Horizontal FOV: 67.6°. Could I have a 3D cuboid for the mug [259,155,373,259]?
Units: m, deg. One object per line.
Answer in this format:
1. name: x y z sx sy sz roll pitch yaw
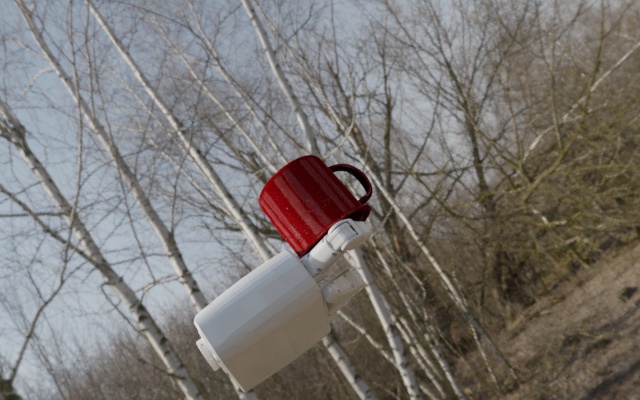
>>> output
1. mug: 0.001 0.001 0.493 0.117 0.081 0.093 -34 -18 -18
